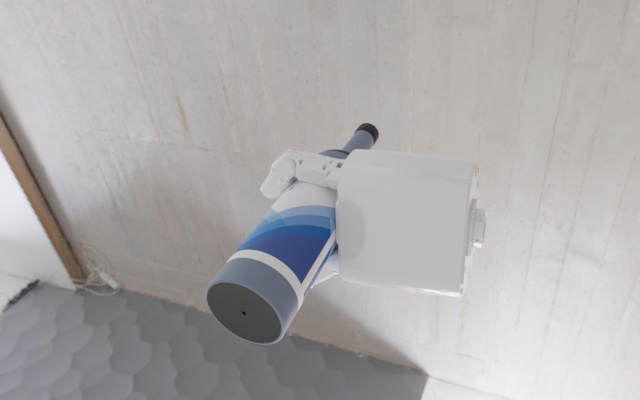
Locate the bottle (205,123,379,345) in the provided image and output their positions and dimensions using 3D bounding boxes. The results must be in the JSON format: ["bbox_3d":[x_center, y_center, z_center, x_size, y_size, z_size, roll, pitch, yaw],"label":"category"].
[{"bbox_3d":[0.000,0.002,0.457,0.069,0.069,0.295,0,34,27],"label":"bottle"}]
